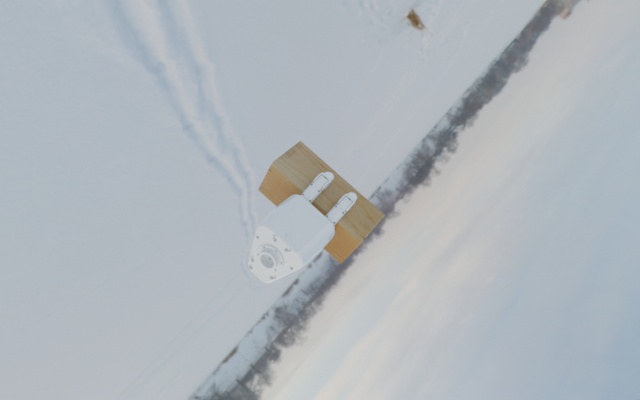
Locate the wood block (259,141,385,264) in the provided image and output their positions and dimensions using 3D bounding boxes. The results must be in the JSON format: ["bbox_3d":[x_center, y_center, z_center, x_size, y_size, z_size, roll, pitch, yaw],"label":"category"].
[{"bbox_3d":[0.000,0.003,0.872,0.090,0.206,0.091,-44,-6,-40],"label":"wood block"}]
